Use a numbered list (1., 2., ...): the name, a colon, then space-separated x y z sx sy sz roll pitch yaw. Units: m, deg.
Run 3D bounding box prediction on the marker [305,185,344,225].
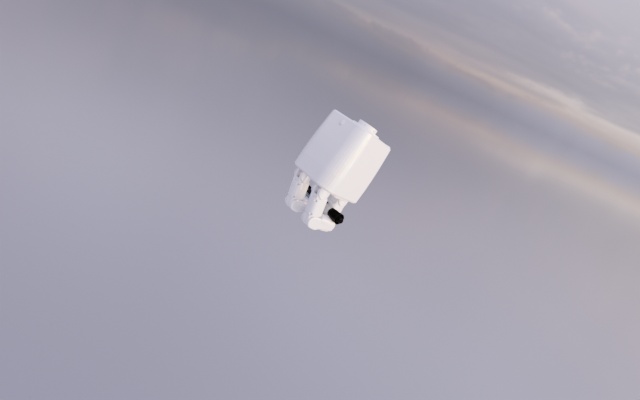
1. marker: 0.000 0.003 0.776 0.020 0.020 0.121 0 29 -37
